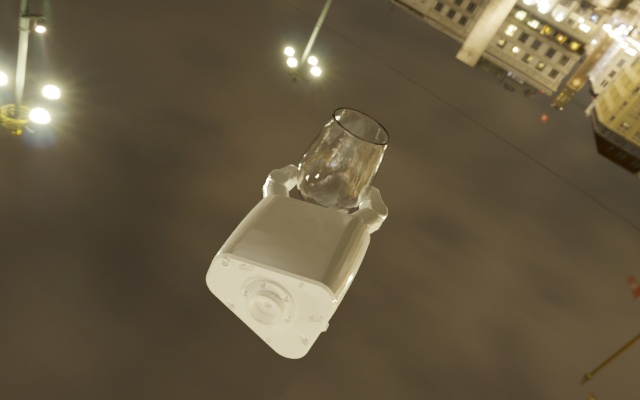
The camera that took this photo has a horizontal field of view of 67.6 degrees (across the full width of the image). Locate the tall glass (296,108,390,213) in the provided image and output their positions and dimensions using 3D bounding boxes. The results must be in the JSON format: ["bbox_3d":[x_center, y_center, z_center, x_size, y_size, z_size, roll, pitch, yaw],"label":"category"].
[{"bbox_3d":[0.000,0.002,0.513,0.079,0.201,0.079,20,33,-14],"label":"tall glass"}]
